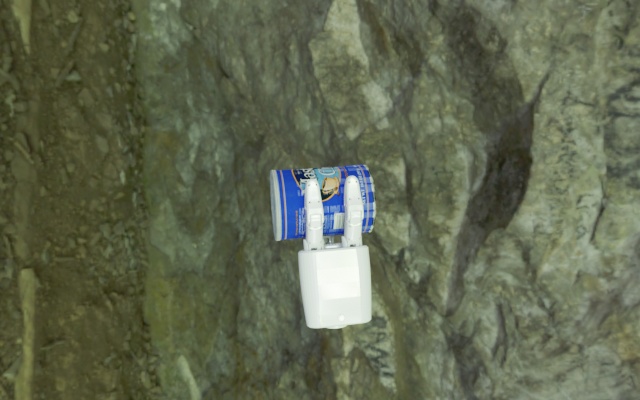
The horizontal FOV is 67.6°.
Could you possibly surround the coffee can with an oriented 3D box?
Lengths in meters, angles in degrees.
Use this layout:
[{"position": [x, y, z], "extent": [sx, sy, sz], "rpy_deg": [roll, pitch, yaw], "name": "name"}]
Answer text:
[{"position": [0.000, 0.002, 0.701], "extent": [0.140, 0.103, 0.103], "rpy_deg": [-4, 1, -9], "name": "coffee can"}]
